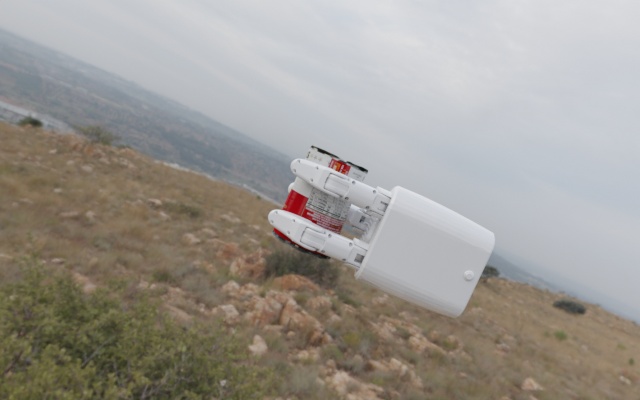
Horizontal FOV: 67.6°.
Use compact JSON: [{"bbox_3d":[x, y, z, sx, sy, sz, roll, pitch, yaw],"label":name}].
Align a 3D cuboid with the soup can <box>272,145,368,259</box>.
[{"bbox_3d":[0.000,0.001,0.501,0.068,0.102,0.068,24,4,-2],"label":"soup can"}]
